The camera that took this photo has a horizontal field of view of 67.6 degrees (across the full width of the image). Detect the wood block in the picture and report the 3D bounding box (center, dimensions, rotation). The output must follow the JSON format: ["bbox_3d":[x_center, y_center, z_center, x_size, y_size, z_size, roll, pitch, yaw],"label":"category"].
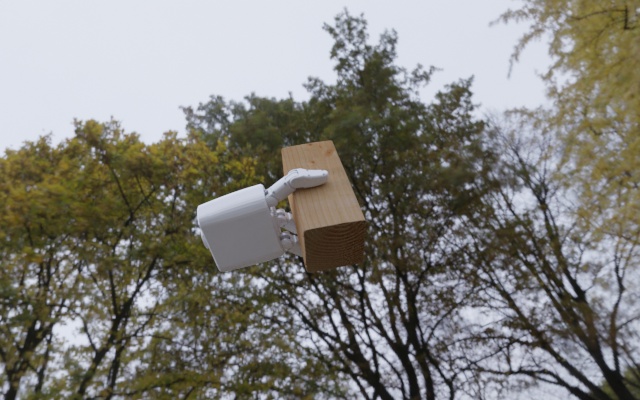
[{"bbox_3d":[0.000,0.002,0.758,0.090,0.091,0.206,-9,42,-8],"label":"wood block"}]
